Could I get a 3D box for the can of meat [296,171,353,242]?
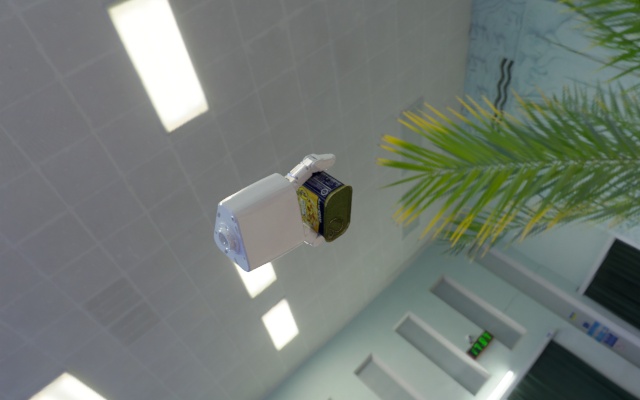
[{"bbox_3d":[0.000,0.002,0.762,0.057,0.102,0.084,-32,51,-32],"label":"can of meat"}]
